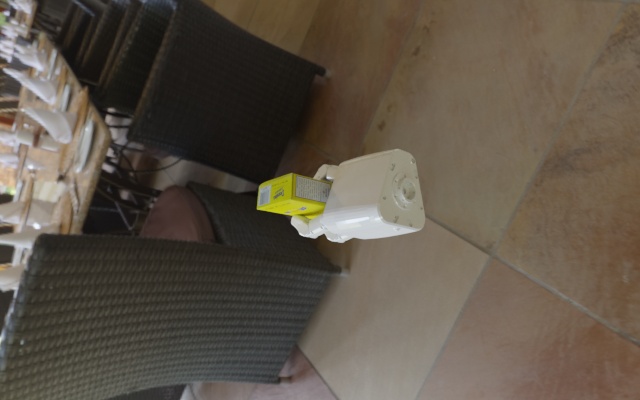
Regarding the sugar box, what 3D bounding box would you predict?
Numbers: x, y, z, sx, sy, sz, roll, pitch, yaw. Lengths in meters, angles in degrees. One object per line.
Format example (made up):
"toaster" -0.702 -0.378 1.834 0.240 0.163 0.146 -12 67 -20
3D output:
"sugar box" 0.000 0.003 0.742 0.176 0.048 0.093 15 -18 -36
